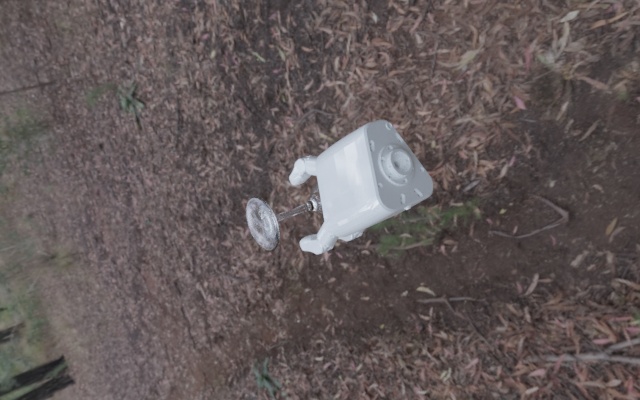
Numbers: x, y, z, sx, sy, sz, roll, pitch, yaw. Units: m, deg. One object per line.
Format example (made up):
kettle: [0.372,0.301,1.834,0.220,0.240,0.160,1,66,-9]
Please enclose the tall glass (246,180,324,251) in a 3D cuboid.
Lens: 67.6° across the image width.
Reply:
tall glass: [-0.001,0.002,0.674,0.201,0.079,0.079,-21,12,-36]
